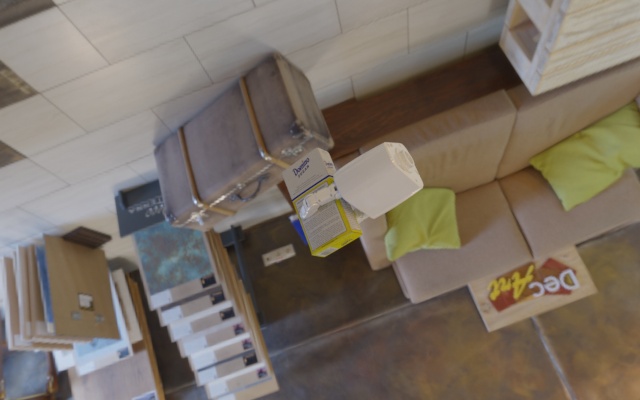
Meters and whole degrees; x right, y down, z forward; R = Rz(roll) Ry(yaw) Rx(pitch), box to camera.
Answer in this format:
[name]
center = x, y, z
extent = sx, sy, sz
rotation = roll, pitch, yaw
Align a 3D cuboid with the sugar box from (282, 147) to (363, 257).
[sugar box]
center = 0.001, 0.003, 0.860
extent = 0.093, 0.176, 0.048
rotation = -32, -28, 26
